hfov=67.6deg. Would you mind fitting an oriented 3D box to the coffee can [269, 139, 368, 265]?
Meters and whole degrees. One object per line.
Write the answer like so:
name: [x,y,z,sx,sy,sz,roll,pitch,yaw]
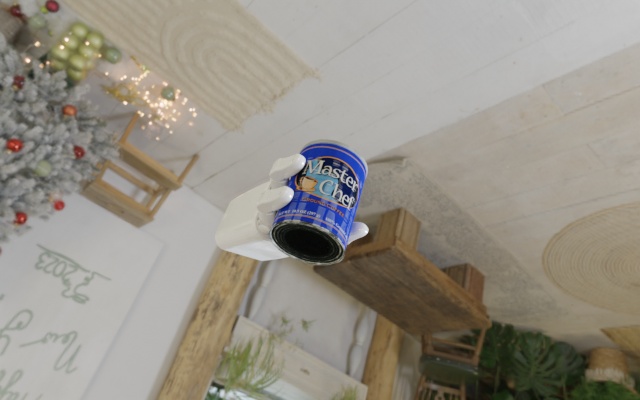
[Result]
coffee can: [0.000,0.002,0.652,0.103,0.140,0.103,12,-34,9]
